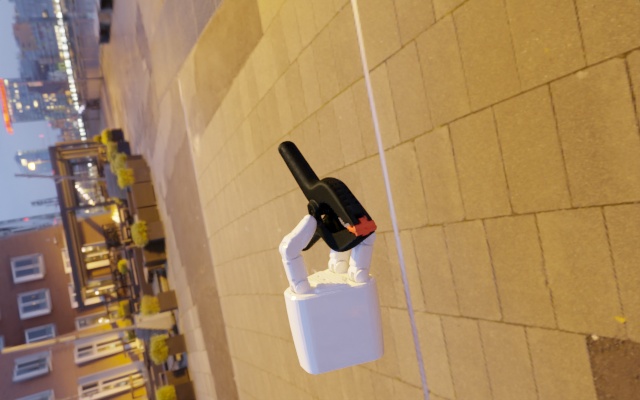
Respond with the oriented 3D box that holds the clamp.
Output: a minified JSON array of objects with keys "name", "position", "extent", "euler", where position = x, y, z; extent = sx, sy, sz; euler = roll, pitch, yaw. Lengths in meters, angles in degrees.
[{"name":"clamp","position":[0.000,0.002,0.613],"extent":[0.036,0.164,0.210],"euler":[-17,12,-24]}]
